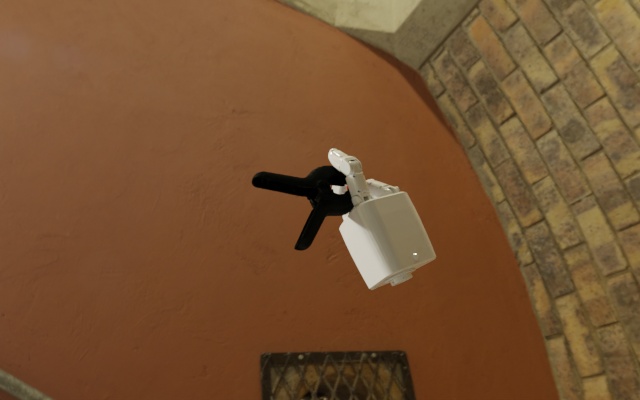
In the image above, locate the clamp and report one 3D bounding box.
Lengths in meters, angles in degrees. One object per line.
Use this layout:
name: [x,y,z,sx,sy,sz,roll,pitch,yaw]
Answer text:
clamp: [0.000,0.002,0.659,0.171,0.120,0.039,-13,-19,-34]
